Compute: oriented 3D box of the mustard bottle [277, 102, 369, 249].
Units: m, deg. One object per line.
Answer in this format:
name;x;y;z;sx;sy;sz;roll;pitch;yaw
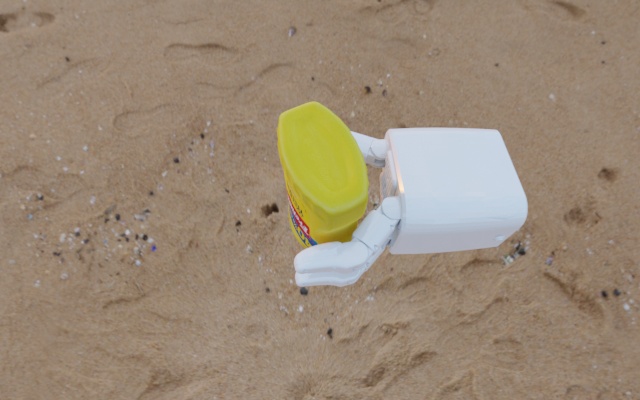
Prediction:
mustard bottle;0.000;0.001;0.434;0.058;0.096;0.192;-24;-20;-10
